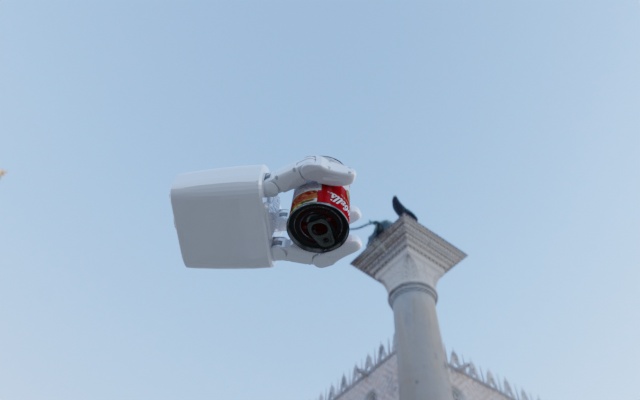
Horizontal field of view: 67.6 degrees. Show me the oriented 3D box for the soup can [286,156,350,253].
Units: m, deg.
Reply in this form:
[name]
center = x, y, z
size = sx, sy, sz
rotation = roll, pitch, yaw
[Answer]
[soup can]
center = 0.001, 0.001, 0.548
size = 0.068, 0.069, 0.102
rotation = 0, 35, 4
